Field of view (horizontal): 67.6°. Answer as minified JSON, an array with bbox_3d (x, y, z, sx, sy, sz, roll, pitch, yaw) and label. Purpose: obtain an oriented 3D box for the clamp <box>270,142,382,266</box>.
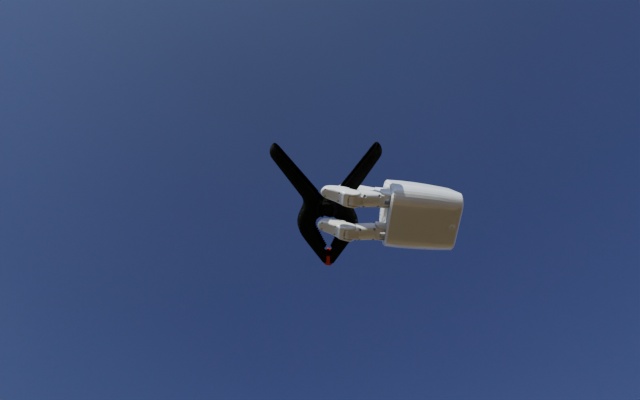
[{"bbox_3d":[0.000,0.003,0.739,0.164,0.210,0.036,7,25,3],"label":"clamp"}]
